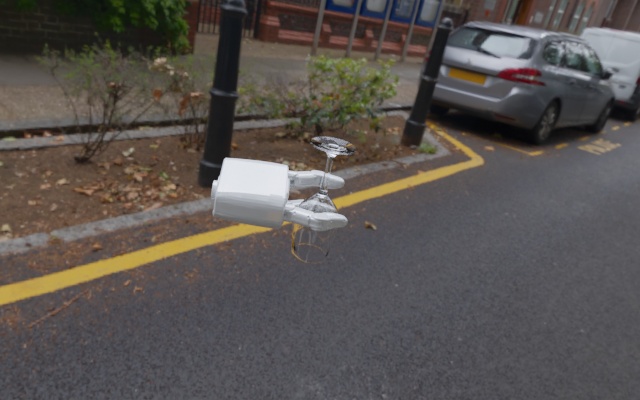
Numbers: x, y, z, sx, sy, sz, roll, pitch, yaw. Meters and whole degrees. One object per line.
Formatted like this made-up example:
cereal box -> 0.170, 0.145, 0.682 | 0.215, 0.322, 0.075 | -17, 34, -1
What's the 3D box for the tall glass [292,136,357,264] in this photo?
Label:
tall glass -> 0.000, 0.002, 0.776 | 0.079, 0.201, 0.079 | 10, 24, -5
